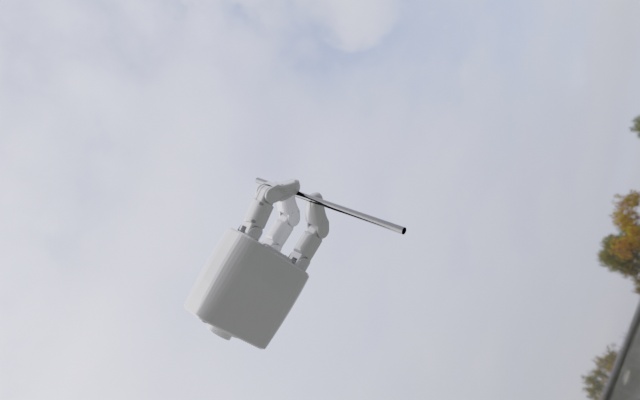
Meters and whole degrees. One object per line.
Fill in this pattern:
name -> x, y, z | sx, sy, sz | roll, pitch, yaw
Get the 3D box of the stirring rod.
stirring rod -> 0.000, 0.002, 0.567 | 0.239, 0.011, 0.011 | 19, 13, 41
